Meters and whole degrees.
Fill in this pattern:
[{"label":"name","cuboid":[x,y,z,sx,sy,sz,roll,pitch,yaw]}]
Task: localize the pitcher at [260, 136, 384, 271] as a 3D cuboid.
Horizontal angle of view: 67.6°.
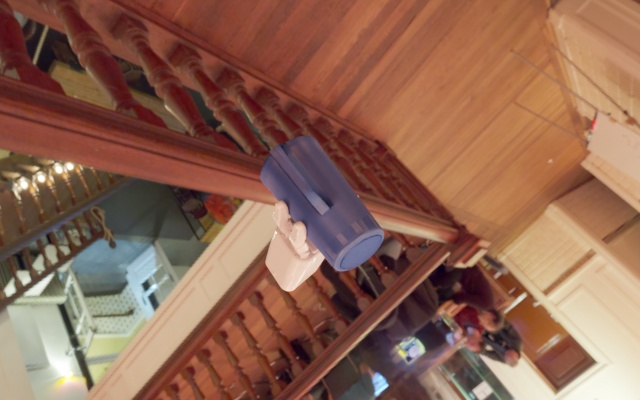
[{"label":"pitcher","cuboid":[0.000,0.003,0.862,0.149,0.242,0.145,-15,-35,-37]}]
